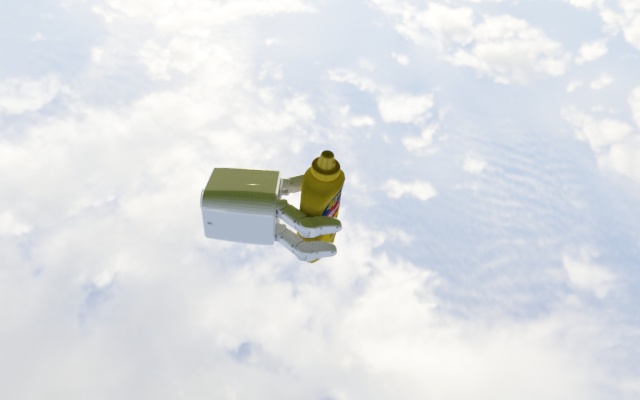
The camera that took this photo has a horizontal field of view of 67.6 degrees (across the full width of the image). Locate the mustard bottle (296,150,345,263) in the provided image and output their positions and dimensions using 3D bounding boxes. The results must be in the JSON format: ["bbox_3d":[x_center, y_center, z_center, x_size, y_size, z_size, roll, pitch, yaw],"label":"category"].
[{"bbox_3d":[0.000,0.003,0.711,0.058,0.192,0.096,23,48,15],"label":"mustard bottle"}]
